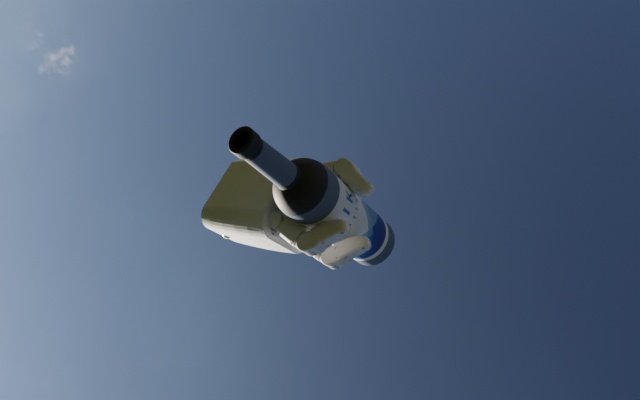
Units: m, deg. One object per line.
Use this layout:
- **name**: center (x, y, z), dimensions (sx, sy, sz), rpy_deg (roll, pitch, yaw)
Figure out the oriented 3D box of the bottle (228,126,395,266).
- **bottle**: center (0.000, 0.002, 0.534), dimensions (0.069, 0.069, 0.296), rpy_deg (0, -22, 31)
